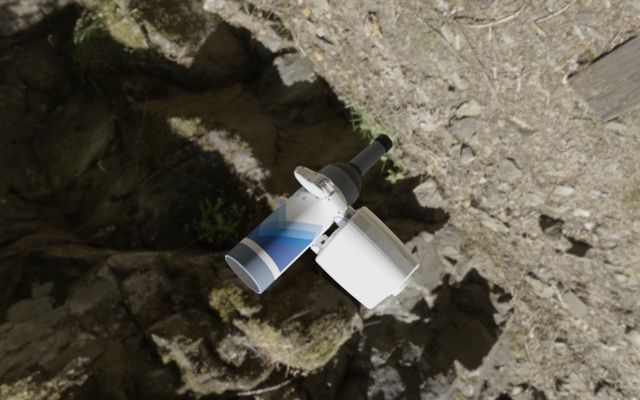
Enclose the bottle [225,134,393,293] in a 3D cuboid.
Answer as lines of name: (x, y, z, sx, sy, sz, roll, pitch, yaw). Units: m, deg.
bottle: (0.000, 0.002, 0.665, 0.295, 0.069, 0.069, -43, 20, -23)
